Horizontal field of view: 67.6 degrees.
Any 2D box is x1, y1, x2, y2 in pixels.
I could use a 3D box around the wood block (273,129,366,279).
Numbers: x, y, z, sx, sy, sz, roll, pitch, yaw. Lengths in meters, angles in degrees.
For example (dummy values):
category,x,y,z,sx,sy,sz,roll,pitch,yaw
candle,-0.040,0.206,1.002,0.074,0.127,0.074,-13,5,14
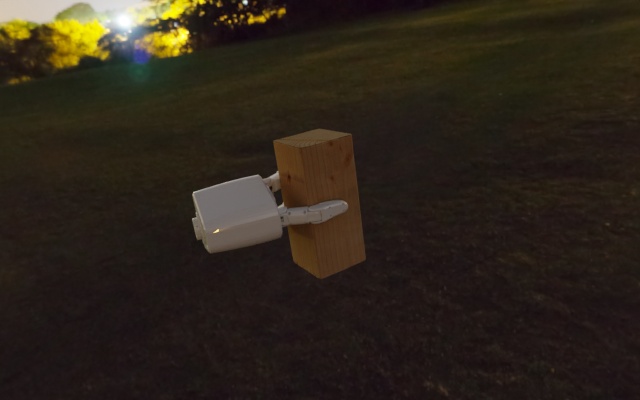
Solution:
category,x,y,z,sx,sy,sz,roll,pitch,yaw
wood block,0.000,0.002,0.744,0.090,0.206,0.091,-19,22,-28
